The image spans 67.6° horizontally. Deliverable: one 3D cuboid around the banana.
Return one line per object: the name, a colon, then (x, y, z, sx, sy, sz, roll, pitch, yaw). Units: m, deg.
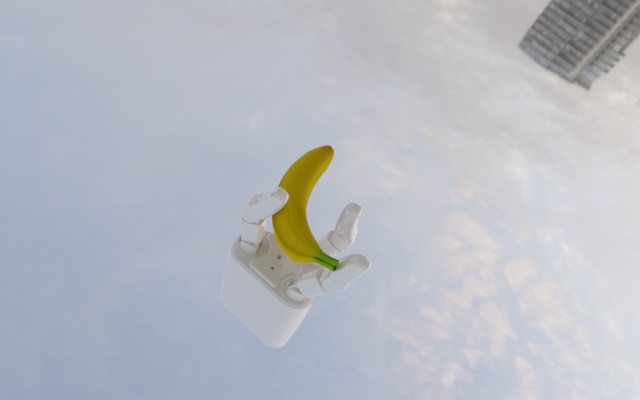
banana: (-0.018, 0.001, 0.531, 0.069, 0.037, 0.197, 9, 43, -9)
